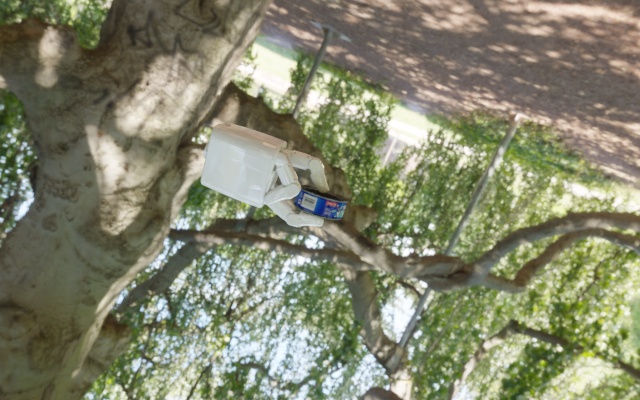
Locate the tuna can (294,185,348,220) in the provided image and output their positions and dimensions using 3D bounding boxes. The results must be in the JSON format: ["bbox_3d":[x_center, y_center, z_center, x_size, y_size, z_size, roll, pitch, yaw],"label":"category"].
[{"bbox_3d":[0.000,0.003,0.795,0.086,0.034,0.086,17,9,-3],"label":"tuna can"}]
